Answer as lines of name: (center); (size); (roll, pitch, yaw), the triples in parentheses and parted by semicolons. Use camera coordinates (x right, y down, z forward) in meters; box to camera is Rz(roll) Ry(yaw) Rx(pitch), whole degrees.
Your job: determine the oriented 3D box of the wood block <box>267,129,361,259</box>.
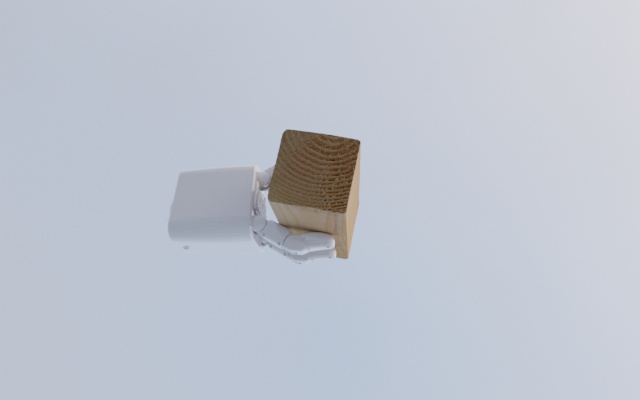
wood block: (0.000, 0.002, 0.613); (0.090, 0.090, 0.206); (9, -19, 7)
